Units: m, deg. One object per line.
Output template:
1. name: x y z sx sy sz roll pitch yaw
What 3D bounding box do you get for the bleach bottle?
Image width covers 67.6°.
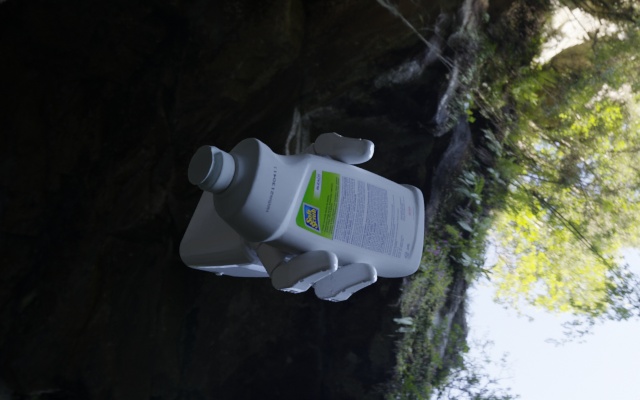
1. bleach bottle: 0.000 0.001 0.419 0.068 0.102 0.251 -11 -23 40
